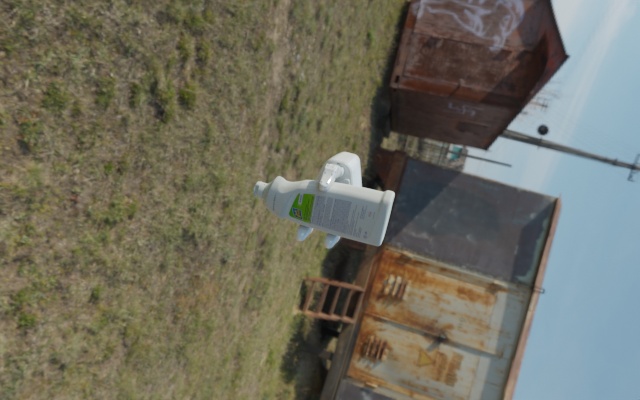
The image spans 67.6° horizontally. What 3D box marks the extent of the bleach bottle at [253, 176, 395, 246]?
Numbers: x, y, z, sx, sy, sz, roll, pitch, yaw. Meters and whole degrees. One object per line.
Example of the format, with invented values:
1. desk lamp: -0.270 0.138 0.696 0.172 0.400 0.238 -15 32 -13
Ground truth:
1. bleach bottle: 0.000 0.003 0.868 0.251 0.102 0.068 15 18 11
